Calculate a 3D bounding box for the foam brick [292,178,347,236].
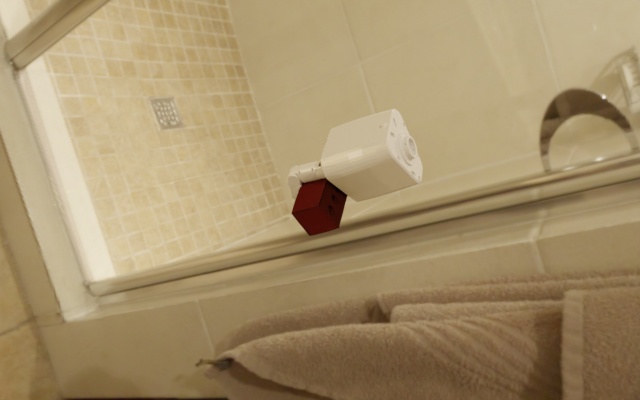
[{"bbox_3d":[0.000,0.003,0.696,0.051,0.078,0.053,-15,-49,31],"label":"foam brick"}]
